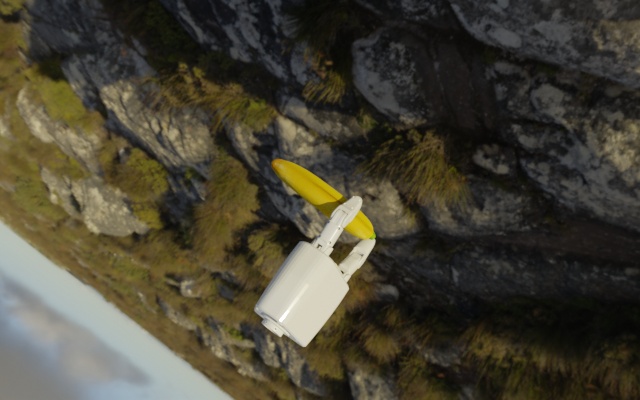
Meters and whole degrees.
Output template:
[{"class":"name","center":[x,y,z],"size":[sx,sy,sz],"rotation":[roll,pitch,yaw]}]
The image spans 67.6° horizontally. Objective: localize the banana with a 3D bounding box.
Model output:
[{"class":"banana","center":[0.007,0.002,0.703],"size":[0.198,0.037,0.069],"rotation":[39,-15,-6]}]
